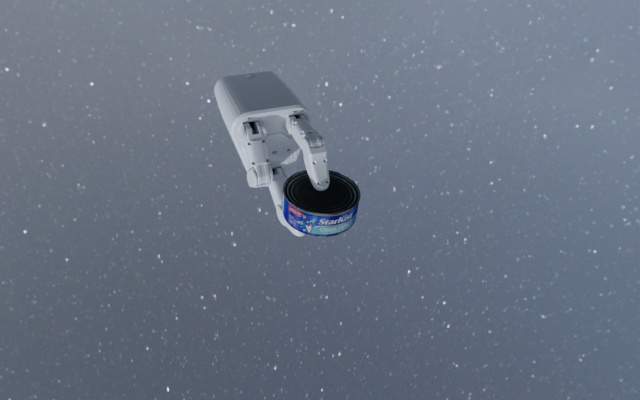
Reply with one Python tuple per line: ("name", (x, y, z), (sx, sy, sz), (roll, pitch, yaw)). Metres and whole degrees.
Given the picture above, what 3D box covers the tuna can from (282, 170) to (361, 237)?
("tuna can", (0.000, 0.002, 0.533), (0.086, 0.034, 0.086), (4, 36, -3))
